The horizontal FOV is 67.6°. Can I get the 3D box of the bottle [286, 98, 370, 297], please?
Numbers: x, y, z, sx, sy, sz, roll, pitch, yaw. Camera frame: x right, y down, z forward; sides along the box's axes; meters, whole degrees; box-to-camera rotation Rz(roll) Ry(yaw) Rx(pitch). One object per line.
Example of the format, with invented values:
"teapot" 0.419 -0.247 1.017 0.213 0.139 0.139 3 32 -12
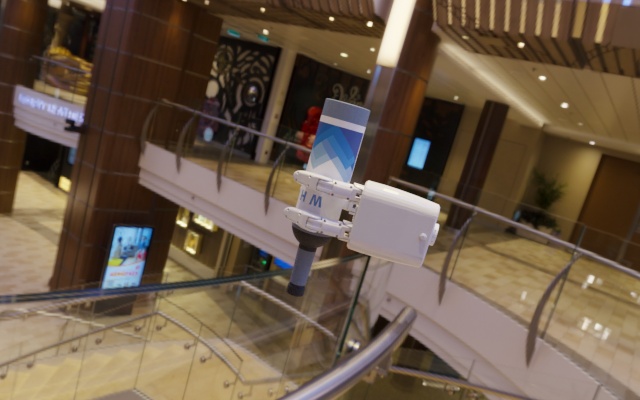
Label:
"bottle" 0.000 0.002 0.708 0.069 0.296 0.069 15 9 -3
